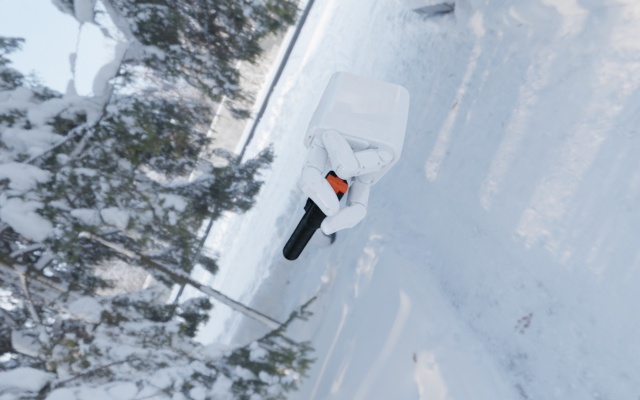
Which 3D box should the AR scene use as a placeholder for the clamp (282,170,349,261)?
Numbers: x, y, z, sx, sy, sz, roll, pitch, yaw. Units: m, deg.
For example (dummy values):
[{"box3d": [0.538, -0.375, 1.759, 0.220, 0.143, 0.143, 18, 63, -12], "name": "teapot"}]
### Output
[{"box3d": [0.000, 0.002, 0.631, 0.039, 0.120, 0.171, 24, -34, -11], "name": "clamp"}]
